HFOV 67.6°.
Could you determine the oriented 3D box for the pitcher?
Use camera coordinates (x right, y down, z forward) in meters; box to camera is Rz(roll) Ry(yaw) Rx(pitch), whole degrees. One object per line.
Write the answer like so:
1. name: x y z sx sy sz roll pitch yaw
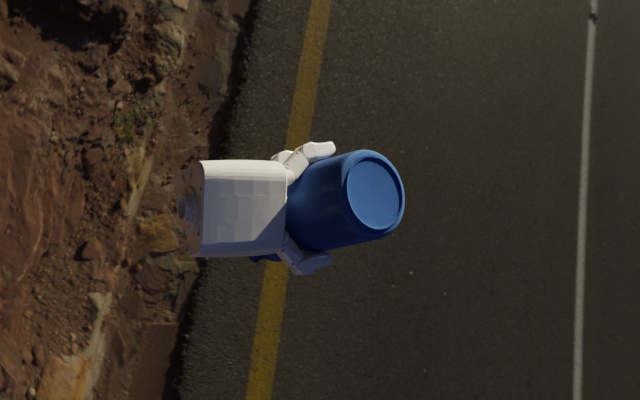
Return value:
1. pitcher: 0.000 0.002 0.657 0.145 0.149 0.243 0 -9 -36
